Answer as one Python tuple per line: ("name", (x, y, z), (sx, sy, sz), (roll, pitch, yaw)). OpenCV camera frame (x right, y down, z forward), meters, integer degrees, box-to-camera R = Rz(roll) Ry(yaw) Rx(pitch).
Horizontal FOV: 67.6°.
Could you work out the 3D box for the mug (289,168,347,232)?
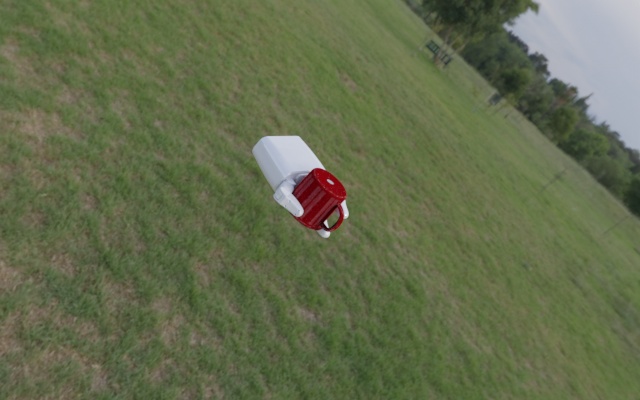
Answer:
("mug", (0.001, 0.004, 0.872), (0.081, 0.117, 0.093), (-48, -28, 23))
